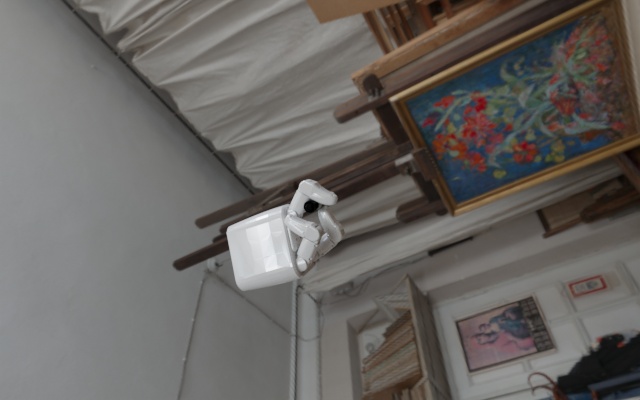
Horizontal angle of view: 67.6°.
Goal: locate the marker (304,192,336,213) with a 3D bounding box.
[{"bbox_3d":[0.000,0.002,0.759,0.020,0.020,0.121,0,8,18],"label":"marker"}]
